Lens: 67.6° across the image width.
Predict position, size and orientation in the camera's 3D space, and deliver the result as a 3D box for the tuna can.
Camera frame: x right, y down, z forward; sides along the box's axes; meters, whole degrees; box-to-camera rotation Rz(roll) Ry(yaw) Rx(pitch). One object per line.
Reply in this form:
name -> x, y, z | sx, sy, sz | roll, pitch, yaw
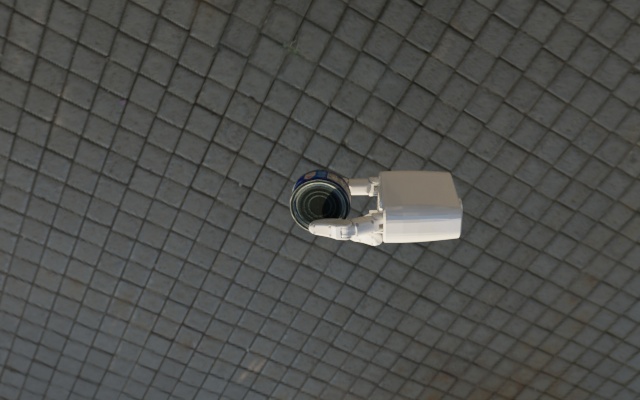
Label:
tuna can -> 0.000, 0.002, 0.668 | 0.086, 0.086, 0.033 | 0, 26, 6
